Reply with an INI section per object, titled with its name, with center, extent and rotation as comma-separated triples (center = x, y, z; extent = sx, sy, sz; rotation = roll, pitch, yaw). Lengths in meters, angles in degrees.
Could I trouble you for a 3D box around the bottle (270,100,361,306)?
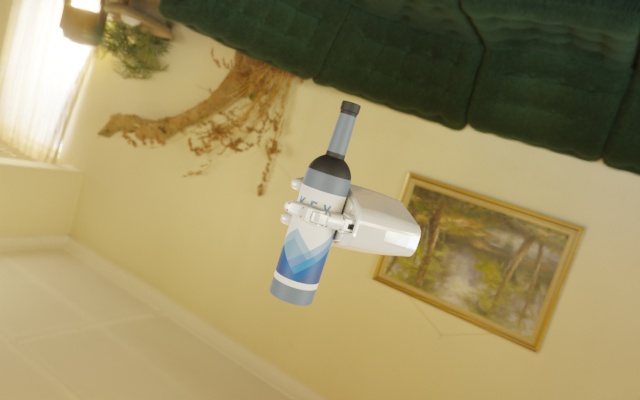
[bottle]
center = 0.000, 0.002, 0.689
extent = 0.069, 0.296, 0.069
rotation = 17, 7, -2
